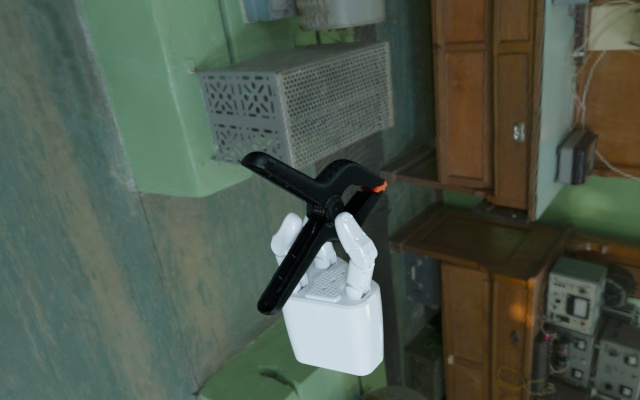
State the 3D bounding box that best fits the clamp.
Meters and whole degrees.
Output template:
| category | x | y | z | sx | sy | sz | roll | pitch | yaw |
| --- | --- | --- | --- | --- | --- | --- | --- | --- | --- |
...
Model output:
| category | x | y | z | sx | sy | sz | roll | pitch | yaw |
| --- | --- | --- | --- | --- | --- | --- | --- | --- | --- |
| clamp | 0.001 | 0.002 | 0.505 | 0.036 | 0.165 | 0.210 | 15 | 34 | 38 |
